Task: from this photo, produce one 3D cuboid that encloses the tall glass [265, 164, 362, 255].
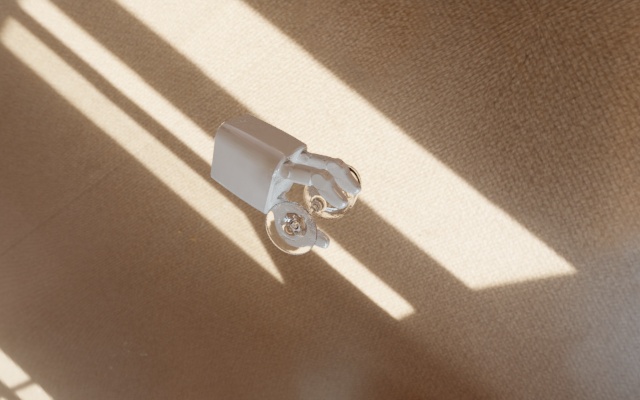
[{"bbox_3d":[0.000,0.003,0.696,0.079,0.079,0.201,0,20,25],"label":"tall glass"}]
